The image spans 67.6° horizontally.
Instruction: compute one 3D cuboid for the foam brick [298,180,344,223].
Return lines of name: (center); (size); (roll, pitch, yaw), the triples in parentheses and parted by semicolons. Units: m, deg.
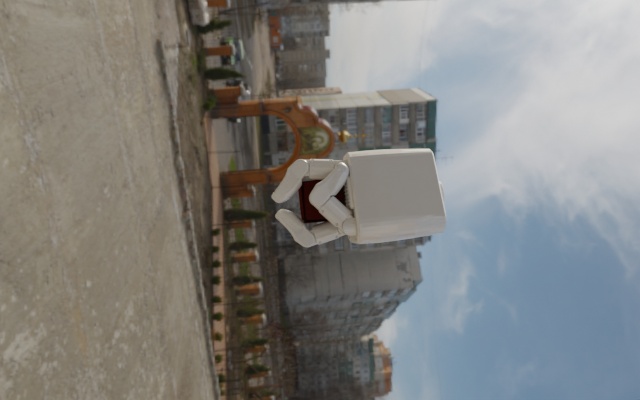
foam brick: (0.000, 0.002, 0.615); (0.051, 0.053, 0.078); (-6, -2, -5)
